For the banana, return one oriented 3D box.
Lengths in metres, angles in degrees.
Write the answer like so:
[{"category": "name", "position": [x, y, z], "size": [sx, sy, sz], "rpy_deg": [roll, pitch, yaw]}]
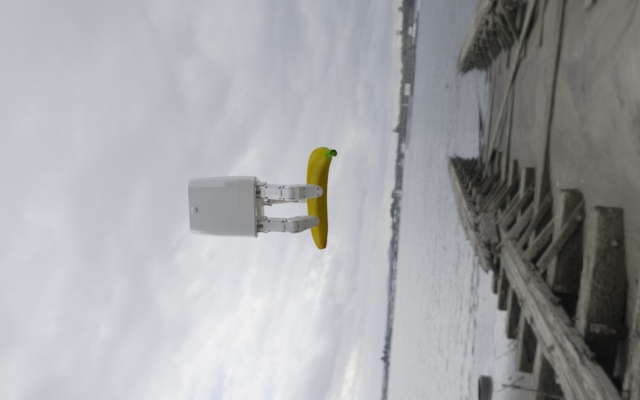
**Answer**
[{"category": "banana", "position": [-0.003, -0.011, 0.776], "size": [0.037, 0.198, 0.069], "rpy_deg": [-4, 37, -9]}]
